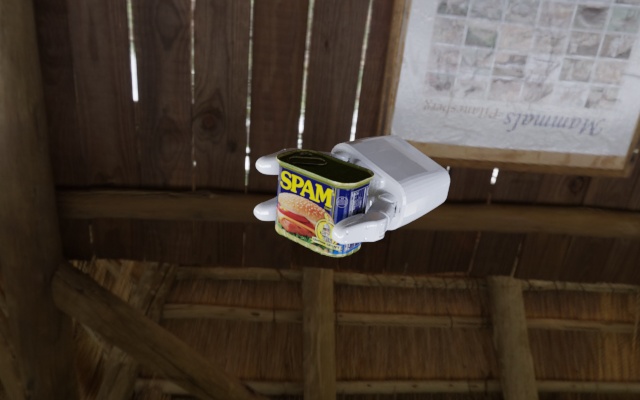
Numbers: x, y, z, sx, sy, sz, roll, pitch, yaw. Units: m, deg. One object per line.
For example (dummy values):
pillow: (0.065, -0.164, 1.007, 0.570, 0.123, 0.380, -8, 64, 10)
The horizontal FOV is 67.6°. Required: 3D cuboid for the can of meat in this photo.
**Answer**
can of meat: (0.000, 0.002, 0.497, 0.102, 0.084, 0.057, 23, 29, 34)
